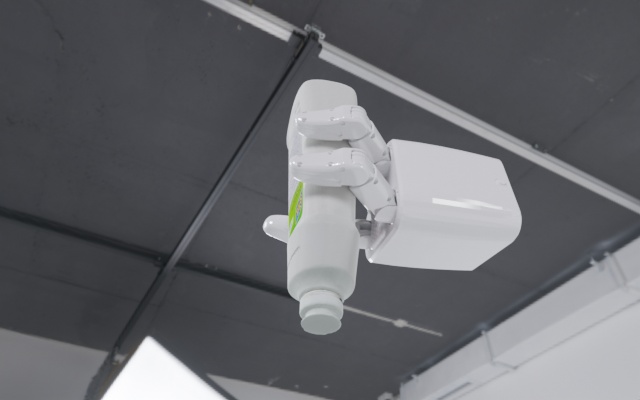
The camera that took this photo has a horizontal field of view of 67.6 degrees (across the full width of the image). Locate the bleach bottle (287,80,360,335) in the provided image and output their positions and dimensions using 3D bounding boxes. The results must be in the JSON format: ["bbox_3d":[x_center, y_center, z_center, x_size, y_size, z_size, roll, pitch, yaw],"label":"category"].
[{"bbox_3d":[0.000,0.001,0.423,0.068,0.250,0.103,8,-44,-7],"label":"bleach bottle"}]
